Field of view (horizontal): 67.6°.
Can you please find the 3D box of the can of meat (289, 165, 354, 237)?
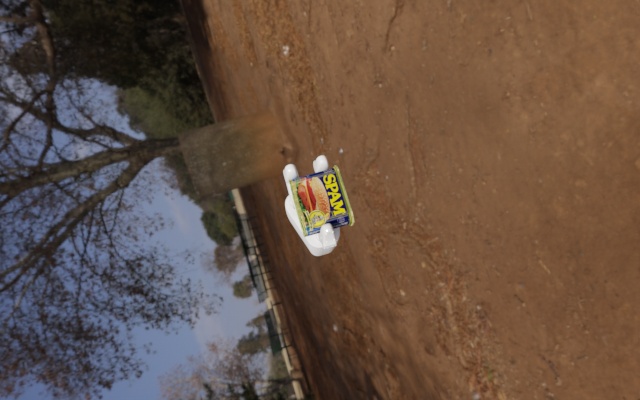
[{"bbox_3d":[0.000,0.003,0.789,0.084,0.102,0.057,-16,-12,-6],"label":"can of meat"}]
